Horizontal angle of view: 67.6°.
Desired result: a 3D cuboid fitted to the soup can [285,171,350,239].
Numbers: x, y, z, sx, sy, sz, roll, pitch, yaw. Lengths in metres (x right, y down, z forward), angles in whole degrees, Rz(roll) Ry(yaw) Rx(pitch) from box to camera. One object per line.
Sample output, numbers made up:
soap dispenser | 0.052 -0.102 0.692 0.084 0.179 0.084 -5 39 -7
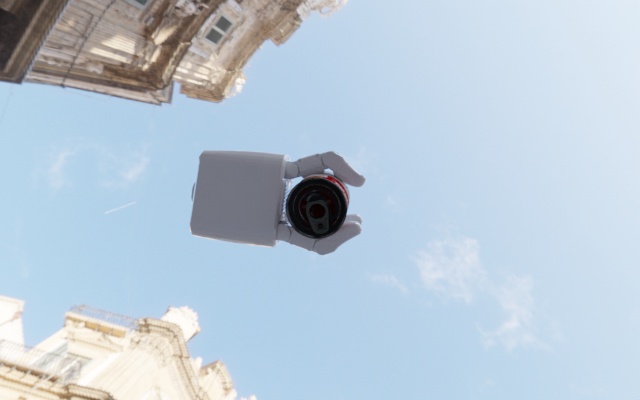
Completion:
soup can | 0.001 0.002 0.567 0.068 0.068 0.102 0 8 6
